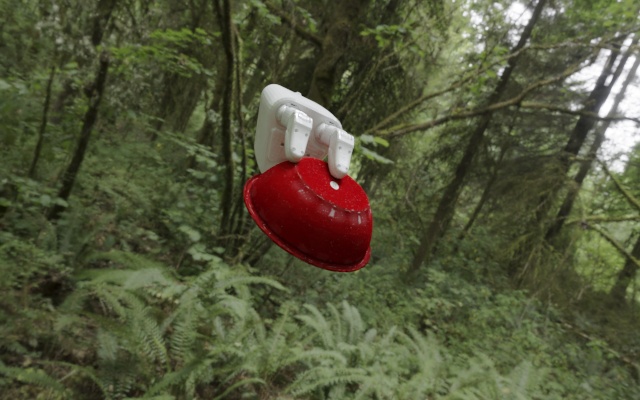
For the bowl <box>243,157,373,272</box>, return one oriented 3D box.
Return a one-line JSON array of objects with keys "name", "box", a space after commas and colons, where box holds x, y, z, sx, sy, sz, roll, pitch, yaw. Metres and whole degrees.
[{"name": "bowl", "box": [0.001, 0.002, 0.522, 0.162, 0.055, 0.162, 26, 27, -15]}]
